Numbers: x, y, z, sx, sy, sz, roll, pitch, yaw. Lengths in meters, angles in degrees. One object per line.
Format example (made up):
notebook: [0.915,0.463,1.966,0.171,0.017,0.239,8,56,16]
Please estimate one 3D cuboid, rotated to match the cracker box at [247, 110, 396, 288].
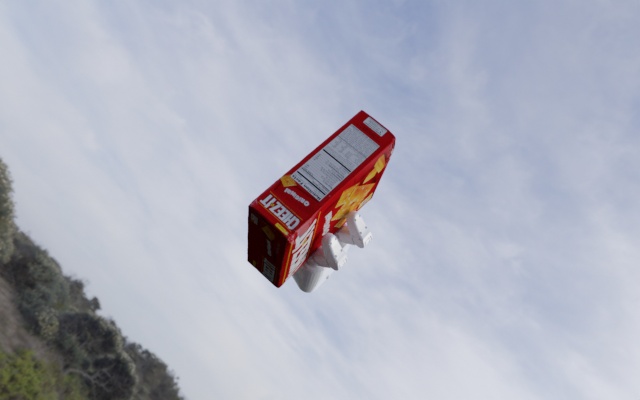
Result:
cracker box: [0.000,0.002,0.647,0.213,0.072,0.164,-43,-16,-27]
